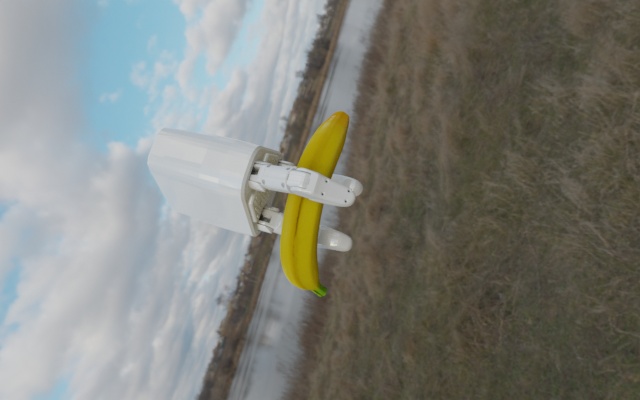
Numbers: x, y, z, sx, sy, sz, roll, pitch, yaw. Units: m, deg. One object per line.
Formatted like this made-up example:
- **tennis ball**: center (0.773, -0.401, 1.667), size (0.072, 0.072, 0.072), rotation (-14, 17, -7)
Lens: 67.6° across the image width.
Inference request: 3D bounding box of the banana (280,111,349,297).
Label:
- **banana**: center (-0.009, 0.006, 0.479), size (0.037, 0.198, 0.069), rotation (13, 10, 25)
